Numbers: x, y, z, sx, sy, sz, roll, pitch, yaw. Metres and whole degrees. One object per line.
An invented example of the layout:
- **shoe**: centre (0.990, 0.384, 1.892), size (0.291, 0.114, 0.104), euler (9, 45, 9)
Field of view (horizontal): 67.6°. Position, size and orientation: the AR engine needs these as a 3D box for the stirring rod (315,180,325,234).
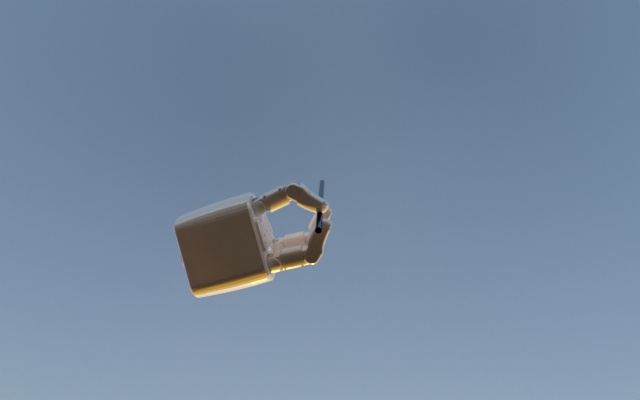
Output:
- **stirring rod**: centre (0.000, 0.002, 0.669), size (0.011, 0.011, 0.239), euler (0, 16, 1)
